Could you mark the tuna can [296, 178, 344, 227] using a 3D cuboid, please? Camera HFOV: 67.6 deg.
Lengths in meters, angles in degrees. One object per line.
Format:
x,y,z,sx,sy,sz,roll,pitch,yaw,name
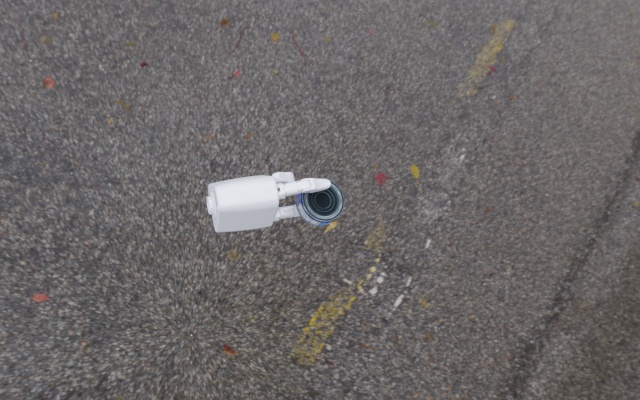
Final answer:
0.000,0.003,0.882,0.086,0.086,0.034,0,-16,-21,tuna can
